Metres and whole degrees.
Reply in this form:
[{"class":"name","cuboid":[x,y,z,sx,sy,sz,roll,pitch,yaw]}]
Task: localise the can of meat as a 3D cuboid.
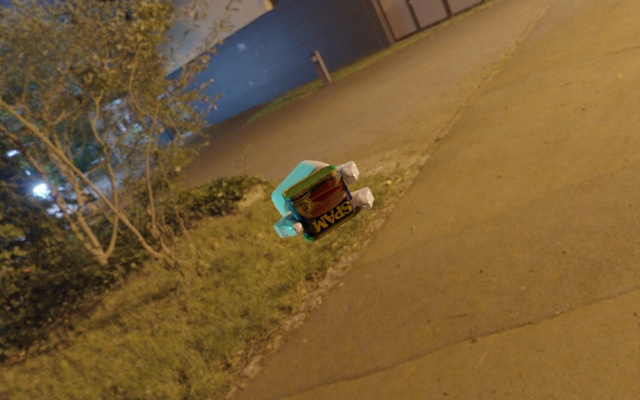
[{"class":"can of meat","cuboid":[0.000,0.002,0.761,0.102,0.084,0.057,-32,19,-10]}]
